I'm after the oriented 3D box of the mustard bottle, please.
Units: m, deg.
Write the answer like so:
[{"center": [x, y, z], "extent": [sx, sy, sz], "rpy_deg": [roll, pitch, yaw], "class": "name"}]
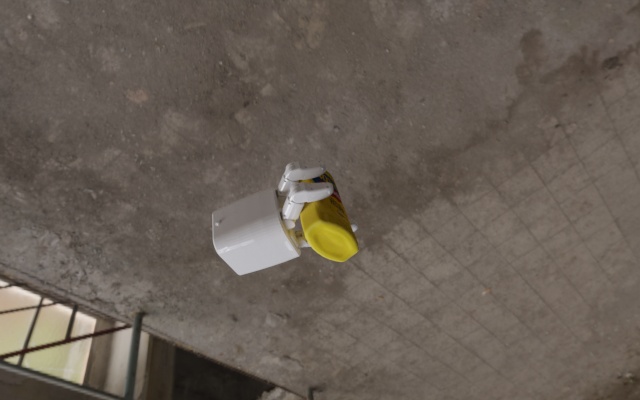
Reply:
[{"center": [0.000, 0.002, 0.745], "extent": [0.058, 0.191, 0.096], "rpy_deg": [-39, -54, 18], "class": "mustard bottle"}]
